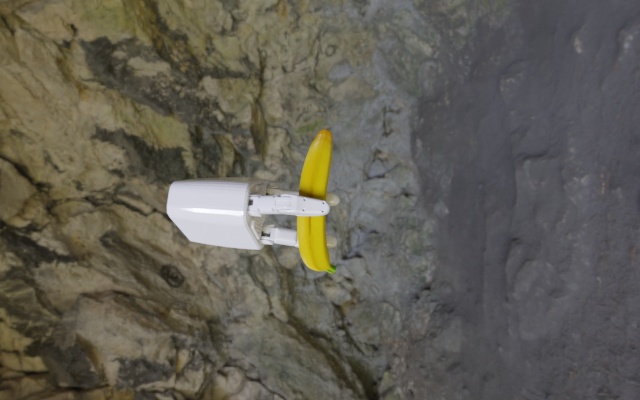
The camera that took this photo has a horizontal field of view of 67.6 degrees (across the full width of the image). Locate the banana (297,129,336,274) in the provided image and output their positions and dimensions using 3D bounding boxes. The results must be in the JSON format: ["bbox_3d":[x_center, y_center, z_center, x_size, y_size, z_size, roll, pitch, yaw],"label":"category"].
[{"bbox_3d":[-0.006,0.009,0.615,0.037,0.198,0.069,4,14,18],"label":"banana"}]
